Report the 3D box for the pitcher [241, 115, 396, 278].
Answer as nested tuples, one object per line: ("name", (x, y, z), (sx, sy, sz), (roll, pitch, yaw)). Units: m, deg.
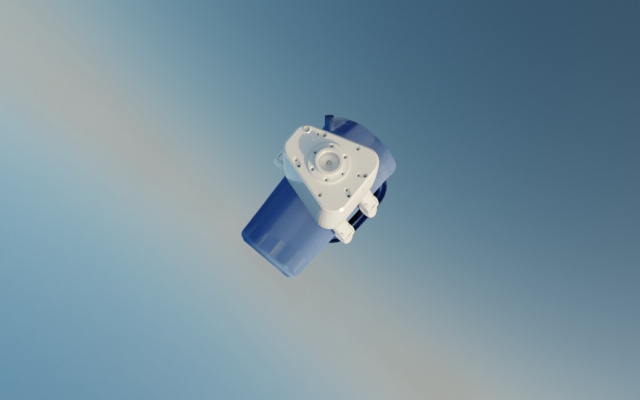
("pitcher", (0.000, 0.002, 0.742), (0.149, 0.243, 0.145), (39, -10, 5))
